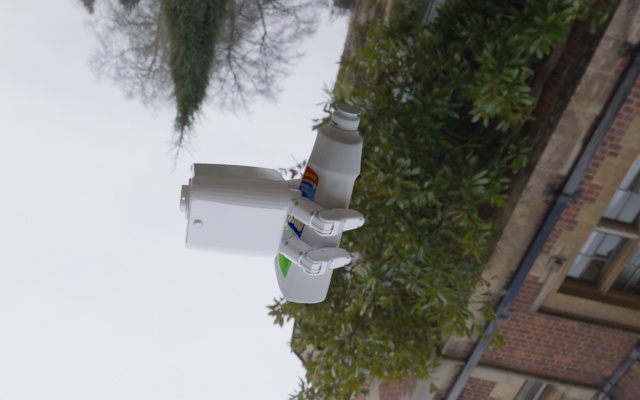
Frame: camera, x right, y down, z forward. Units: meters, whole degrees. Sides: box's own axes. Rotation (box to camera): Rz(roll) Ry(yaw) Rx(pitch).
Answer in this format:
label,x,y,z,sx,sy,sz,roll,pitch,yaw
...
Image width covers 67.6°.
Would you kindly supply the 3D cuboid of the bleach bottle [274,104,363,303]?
label,x,y,z,sx,sy,sz,roll,pitch,yaw
bleach bottle,0.000,0.002,0.586,0.068,0.251,0.102,6,30,-16
